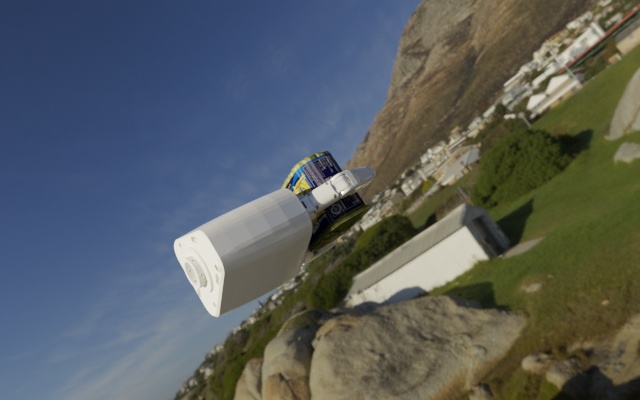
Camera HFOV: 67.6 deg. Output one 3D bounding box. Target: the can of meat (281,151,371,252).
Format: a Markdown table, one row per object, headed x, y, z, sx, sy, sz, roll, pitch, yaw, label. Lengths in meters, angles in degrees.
| x | y | z | sx | sy | sz | roll | pitch | yaw | label |
| --- | --- | --- | --- | --- | --- | --- | --- | --- | --- |
| 0.000 | 0.001 | 0.560 | 0.057 | 0.084 | 0.102 | -27 | -13 | -30 | can of meat |
